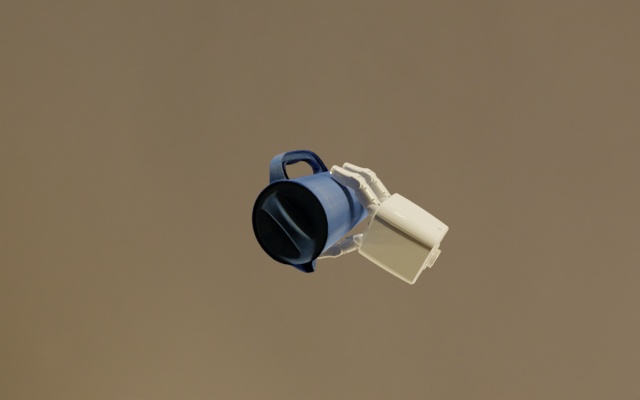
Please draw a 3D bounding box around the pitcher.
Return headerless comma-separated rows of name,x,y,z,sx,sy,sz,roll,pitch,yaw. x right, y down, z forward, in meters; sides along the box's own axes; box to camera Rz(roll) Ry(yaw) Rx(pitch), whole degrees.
pitcher,0.000,0.003,0.811,0.145,0.149,0.243,31,24,17
